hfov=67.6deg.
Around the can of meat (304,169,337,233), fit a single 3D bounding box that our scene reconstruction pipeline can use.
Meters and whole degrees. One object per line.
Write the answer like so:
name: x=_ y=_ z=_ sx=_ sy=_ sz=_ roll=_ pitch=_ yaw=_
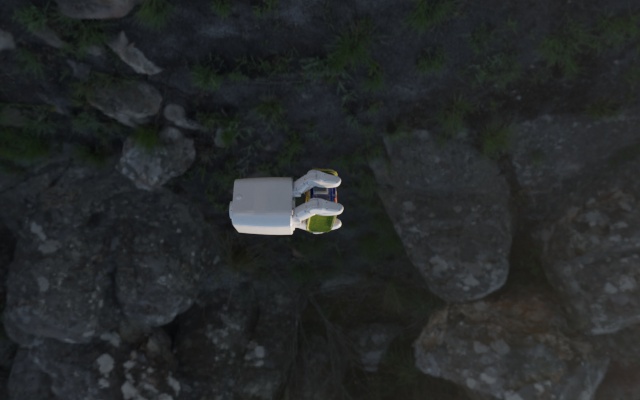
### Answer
can of meat: x=0.000 y=0.003 z=0.893 sx=0.057 sy=0.084 sz=0.102 roll=2 pitch=-30 yaw=-6
